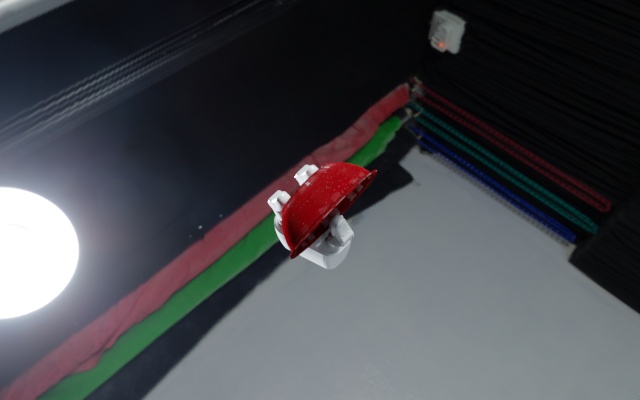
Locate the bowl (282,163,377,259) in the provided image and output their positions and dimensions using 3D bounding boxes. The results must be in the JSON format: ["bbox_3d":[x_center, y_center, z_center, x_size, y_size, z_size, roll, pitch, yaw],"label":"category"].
[{"bbox_3d":[0.000,0.001,0.629,0.055,0.162,0.162,45,6,7],"label":"bowl"}]
